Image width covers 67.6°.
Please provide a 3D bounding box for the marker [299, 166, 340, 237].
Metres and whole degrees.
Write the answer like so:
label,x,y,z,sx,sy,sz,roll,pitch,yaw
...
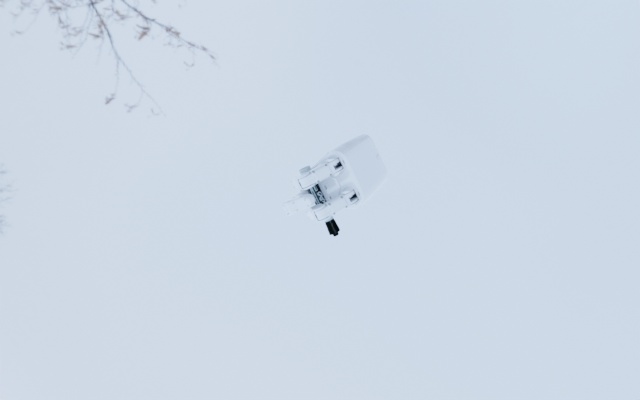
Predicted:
label,x,y,z,sx,sy,sz,roll,pitch,yaw
marker,0.000,0.003,0.758,0.020,0.121,0.020,-25,10,5
